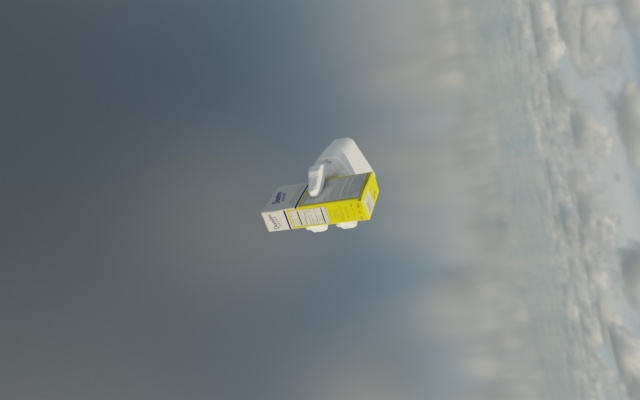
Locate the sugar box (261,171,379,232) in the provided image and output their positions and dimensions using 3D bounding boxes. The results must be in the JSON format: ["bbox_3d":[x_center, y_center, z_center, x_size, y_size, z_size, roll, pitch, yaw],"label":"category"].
[{"bbox_3d":[0.000,0.003,0.786,0.176,0.048,0.093,-10,27,23],"label":"sugar box"}]
